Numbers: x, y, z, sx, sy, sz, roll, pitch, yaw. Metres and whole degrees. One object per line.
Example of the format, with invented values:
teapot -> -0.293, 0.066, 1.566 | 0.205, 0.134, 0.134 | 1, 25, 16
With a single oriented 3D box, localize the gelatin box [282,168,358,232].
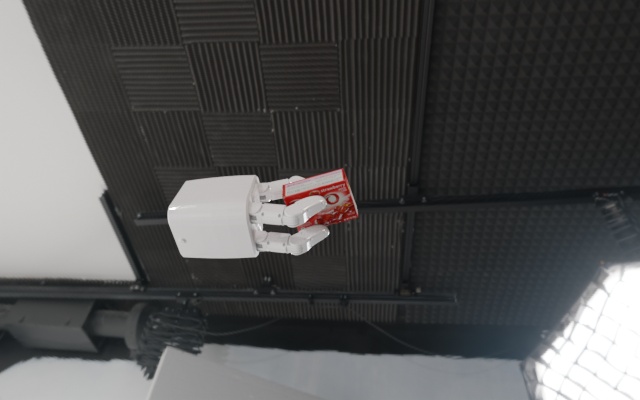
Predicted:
gelatin box -> 0.000, 0.002, 0.656 | 0.089, 0.073, 0.030 | -16, 41, 7
